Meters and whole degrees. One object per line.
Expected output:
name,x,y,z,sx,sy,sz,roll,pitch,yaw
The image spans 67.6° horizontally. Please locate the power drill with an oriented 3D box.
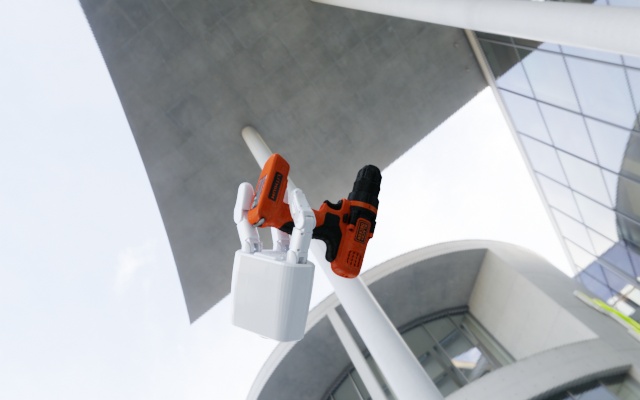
power drill,0.000,0.002,0.703,0.188,0.184,0.057,23,-23,-17
